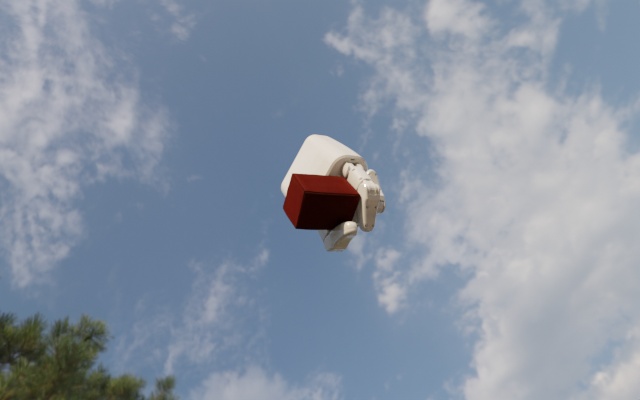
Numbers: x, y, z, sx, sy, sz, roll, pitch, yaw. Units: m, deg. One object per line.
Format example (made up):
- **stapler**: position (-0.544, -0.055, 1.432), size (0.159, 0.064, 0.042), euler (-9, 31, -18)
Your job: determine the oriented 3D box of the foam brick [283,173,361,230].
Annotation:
- **foam brick**: position (0.000, 0.002, 0.597), size (0.078, 0.053, 0.051), euler (3, 28, -28)
